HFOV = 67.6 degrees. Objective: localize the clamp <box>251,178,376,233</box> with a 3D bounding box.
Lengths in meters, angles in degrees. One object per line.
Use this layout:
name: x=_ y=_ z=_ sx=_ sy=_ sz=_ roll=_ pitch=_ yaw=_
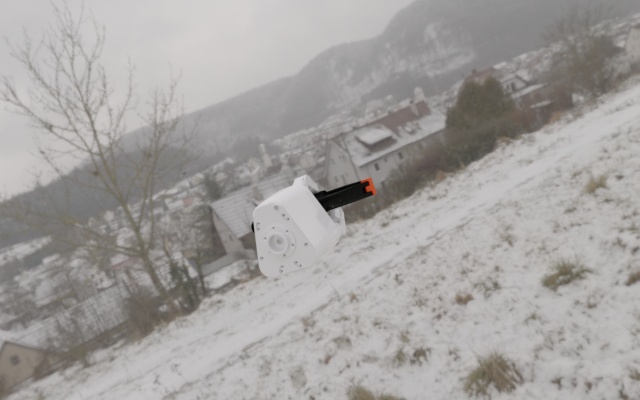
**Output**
clamp: x=0.000 y=0.002 z=0.834 sx=0.210 sy=0.036 sz=0.164 roll=-19 pitch=6 yaw=21
